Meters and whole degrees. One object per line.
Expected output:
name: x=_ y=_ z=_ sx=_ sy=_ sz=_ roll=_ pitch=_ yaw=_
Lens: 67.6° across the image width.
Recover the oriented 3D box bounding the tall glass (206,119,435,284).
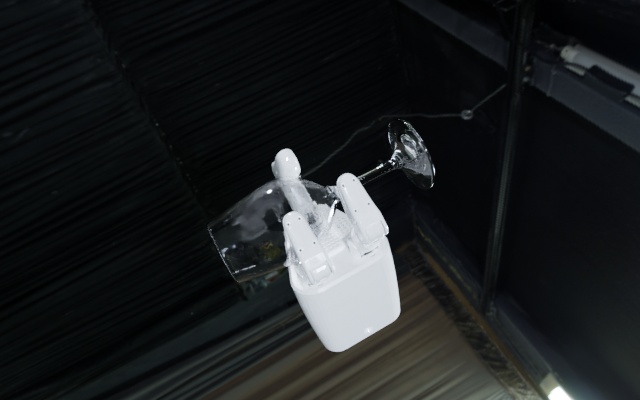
tall glass: x=0.001 y=0.001 z=0.438 sx=0.201 sy=0.079 sz=0.079 roll=-27 pitch=5 yaw=-10
